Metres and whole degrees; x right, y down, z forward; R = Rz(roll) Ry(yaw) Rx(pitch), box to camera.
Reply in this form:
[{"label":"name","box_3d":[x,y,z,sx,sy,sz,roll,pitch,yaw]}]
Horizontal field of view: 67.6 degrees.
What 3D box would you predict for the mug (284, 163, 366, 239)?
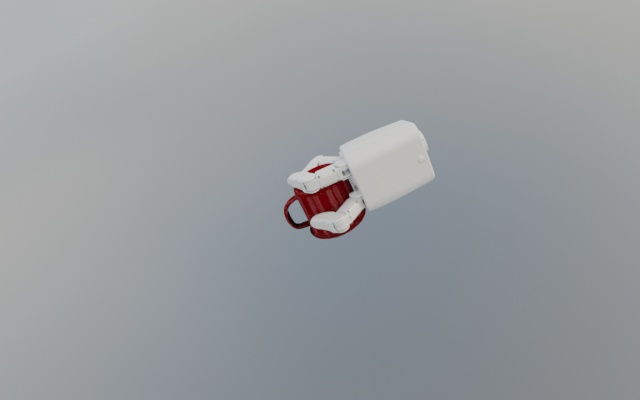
[{"label":"mug","box_3d":[-0.001,0.003,0.719,0.117,0.081,0.093,-23,29,6]}]
